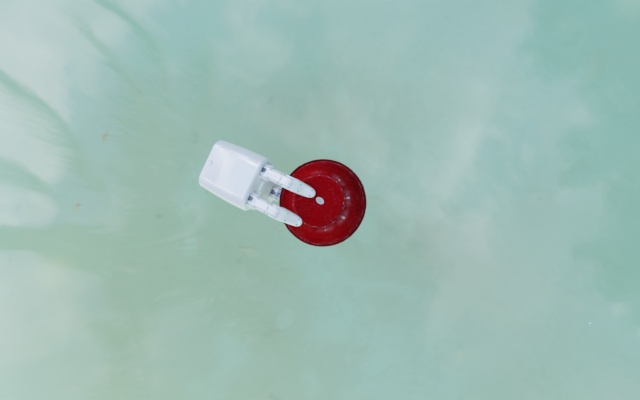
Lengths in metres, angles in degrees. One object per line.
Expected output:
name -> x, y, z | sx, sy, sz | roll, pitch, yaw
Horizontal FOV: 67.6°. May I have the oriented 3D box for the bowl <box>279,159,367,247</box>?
bowl -> 0.001, 0.003, 0.849 | 0.162, 0.162, 0.055 | 0, -3, 7
